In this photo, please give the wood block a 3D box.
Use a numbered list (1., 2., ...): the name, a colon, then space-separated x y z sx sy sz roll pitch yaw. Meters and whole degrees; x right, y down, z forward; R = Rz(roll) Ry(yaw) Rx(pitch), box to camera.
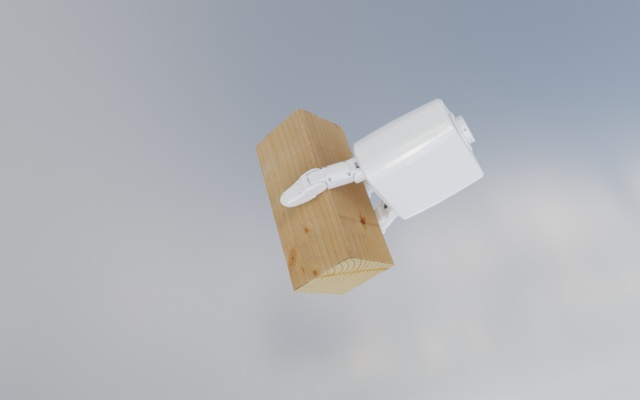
1. wood block: 0.000 0.002 0.593 0.090 0.206 0.091 -36 -32 31
